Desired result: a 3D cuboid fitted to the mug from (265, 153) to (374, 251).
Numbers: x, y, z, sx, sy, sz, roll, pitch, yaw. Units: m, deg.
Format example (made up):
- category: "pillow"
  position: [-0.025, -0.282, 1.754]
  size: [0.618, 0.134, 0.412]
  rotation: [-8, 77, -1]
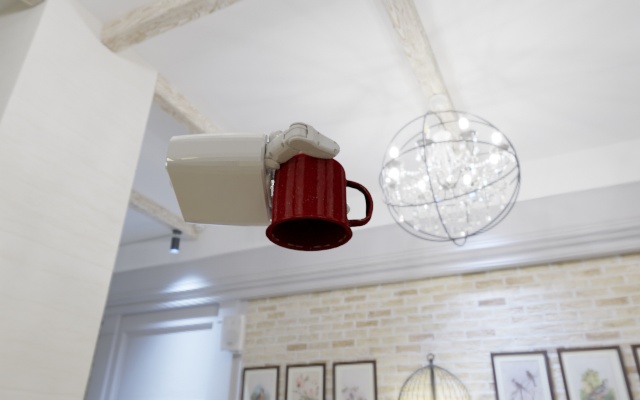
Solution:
- category: "mug"
  position: [0.002, 0.002, 0.526]
  size: [0.117, 0.081, 0.093]
  rotation: [0, -28, 0]
